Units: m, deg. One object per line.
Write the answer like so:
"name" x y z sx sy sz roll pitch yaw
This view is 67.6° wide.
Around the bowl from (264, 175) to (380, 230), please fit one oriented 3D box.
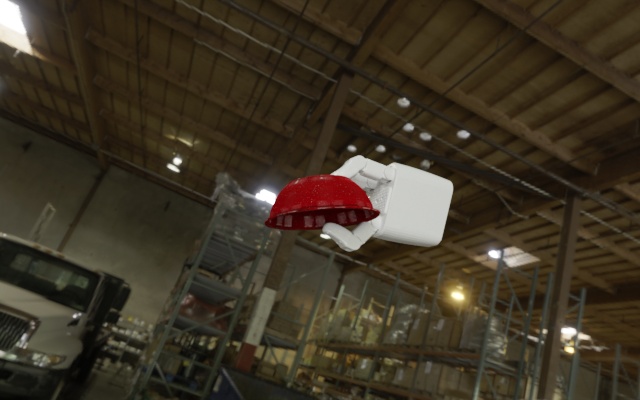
"bowl" -0.001 0.002 0.670 0.162 0.055 0.162 -5 -12 -1
